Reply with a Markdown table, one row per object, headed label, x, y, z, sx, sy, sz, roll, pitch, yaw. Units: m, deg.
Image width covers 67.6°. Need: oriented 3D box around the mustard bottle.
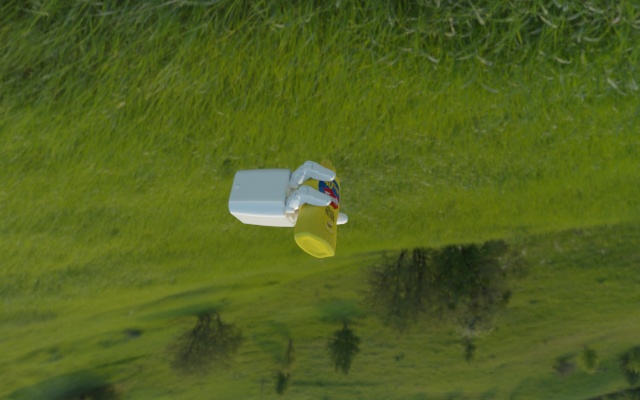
| label | x | y | z | sx | sy | sz | roll | pitch | yaw |
| --- | --- | --- | --- | --- | --- | --- | --- | --- | --- |
| mustard bottle | 0.000 | 0.003 | 0.891 | 0.058 | 0.191 | 0.096 | -14 | -38 | 30 |
